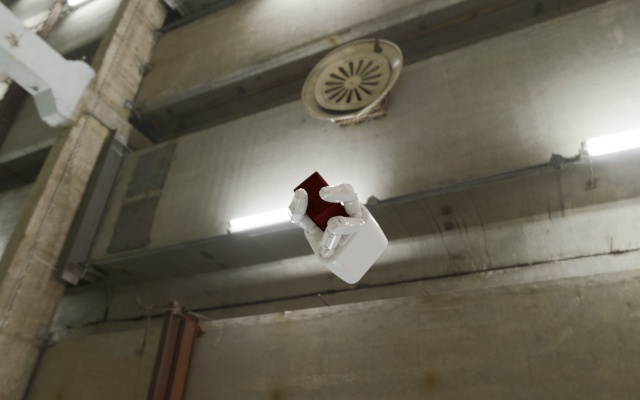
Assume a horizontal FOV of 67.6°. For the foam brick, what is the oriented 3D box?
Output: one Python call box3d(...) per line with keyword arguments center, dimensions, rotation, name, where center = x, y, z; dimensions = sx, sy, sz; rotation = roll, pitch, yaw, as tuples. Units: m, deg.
box3d(center=(0.000, 0.002, 0.782), dimensions=(0.053, 0.078, 0.051), rotation=(-37, -41, 6), name="foam brick")
